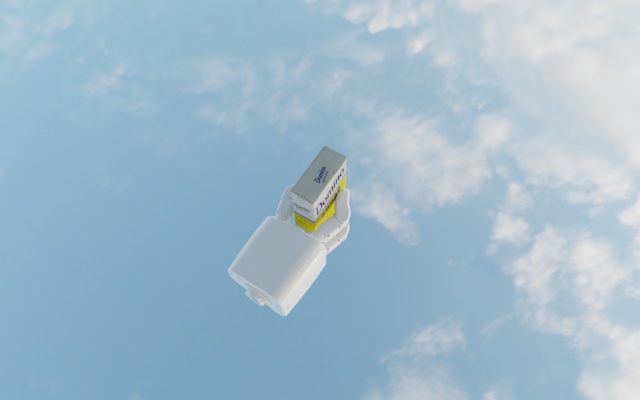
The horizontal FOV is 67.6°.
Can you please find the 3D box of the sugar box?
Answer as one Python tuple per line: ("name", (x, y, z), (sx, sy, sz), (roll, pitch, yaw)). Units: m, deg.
("sugar box", (0.001, 0.003, 0.749), (0.048, 0.093, 0.176), (30, -23, 13))
